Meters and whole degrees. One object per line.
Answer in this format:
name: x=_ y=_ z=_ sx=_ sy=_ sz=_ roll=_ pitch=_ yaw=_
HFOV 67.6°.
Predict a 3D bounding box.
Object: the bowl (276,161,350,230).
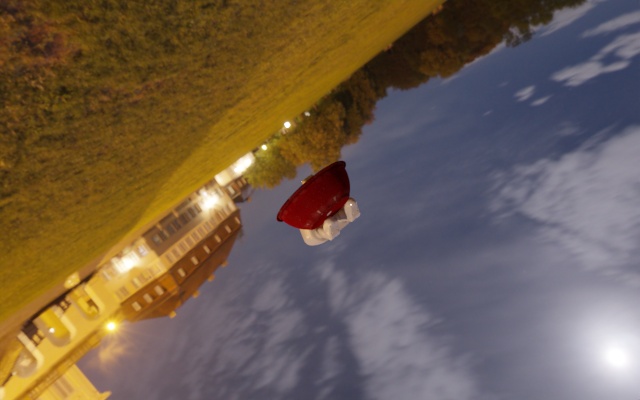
bowl: x=0.000 y=0.003 z=0.853 sx=0.162 sy=0.055 sz=0.162 roll=-39 pitch=-12 yaw=-10
